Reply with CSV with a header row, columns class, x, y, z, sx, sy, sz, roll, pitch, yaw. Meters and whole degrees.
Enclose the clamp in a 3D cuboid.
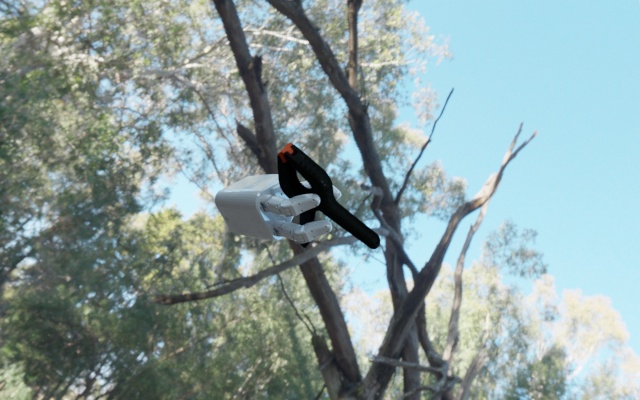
class,x,y,z,sx,sy,sz,roll,pitch,yaw
clamp,0.000,0.002,0.759,0.164,0.210,0.036,2,40,35
